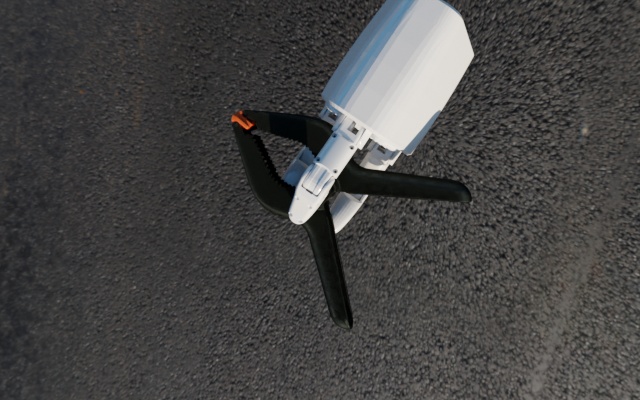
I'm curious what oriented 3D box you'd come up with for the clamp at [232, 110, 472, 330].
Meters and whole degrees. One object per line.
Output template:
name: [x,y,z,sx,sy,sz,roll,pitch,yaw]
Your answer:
clamp: [0.000,0.001,0.421,0.210,0.164,0.036,35,8,5]
